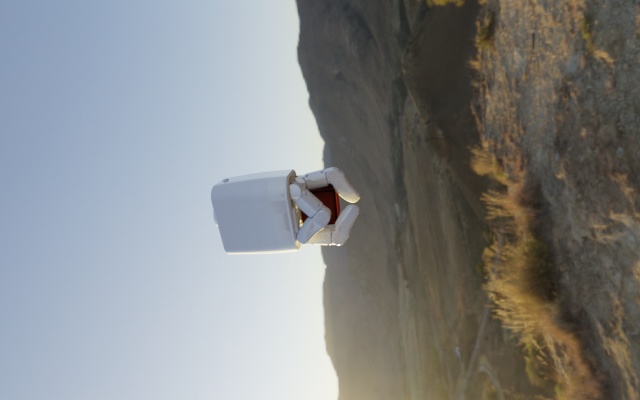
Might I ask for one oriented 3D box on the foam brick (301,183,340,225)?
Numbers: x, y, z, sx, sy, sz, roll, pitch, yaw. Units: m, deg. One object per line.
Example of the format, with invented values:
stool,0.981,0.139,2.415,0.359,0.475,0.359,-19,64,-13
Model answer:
foam brick,0.000,0.002,0.708,0.051,0.053,0.078,-6,12,6
